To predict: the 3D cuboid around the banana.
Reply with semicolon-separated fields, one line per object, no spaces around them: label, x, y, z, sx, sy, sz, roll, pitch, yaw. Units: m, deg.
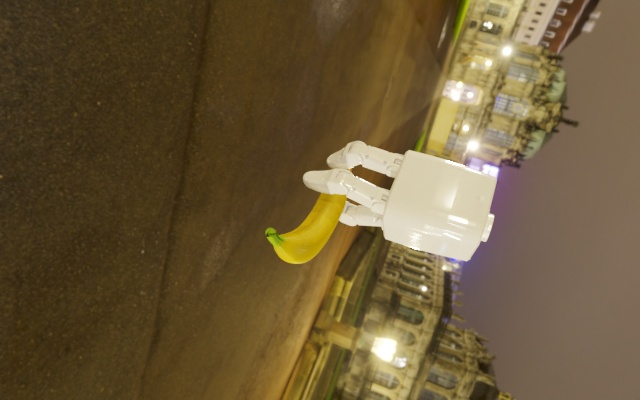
banana;-0.002;0.019;0.567;0.037;0.070;0.197;16;33;19
